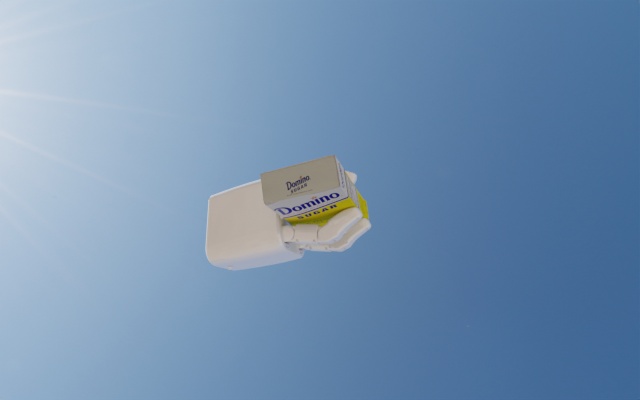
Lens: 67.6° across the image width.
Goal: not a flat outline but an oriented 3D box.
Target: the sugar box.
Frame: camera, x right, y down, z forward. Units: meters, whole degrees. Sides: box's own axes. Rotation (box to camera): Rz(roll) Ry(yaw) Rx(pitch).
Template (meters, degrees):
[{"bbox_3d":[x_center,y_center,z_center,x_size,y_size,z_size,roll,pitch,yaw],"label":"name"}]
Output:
[{"bbox_3d":[0.000,0.003,0.609,0.093,0.048,0.176,-14,-18,13],"label":"sugar box"}]
